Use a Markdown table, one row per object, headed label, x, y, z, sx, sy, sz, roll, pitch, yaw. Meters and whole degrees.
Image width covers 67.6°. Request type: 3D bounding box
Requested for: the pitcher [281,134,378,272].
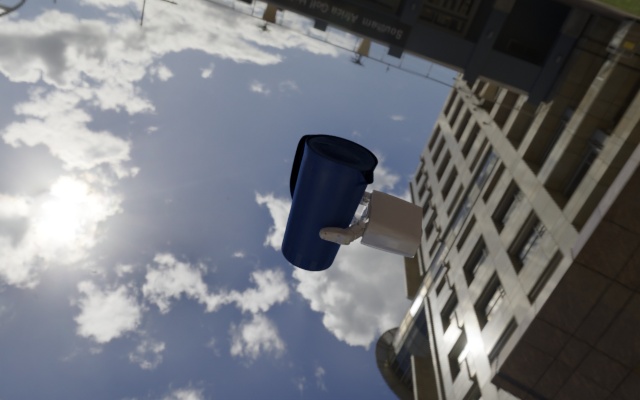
| label | x | y | z | sx | sy | sz | roll | pitch | yaw |
| --- | --- | --- | --- | --- | --- | --- | --- | --- | --- |
| pitcher | 0.000 | 0.003 | 0.895 | 0.145 | 0.243 | 0.149 | 17 | 27 | -4 |
